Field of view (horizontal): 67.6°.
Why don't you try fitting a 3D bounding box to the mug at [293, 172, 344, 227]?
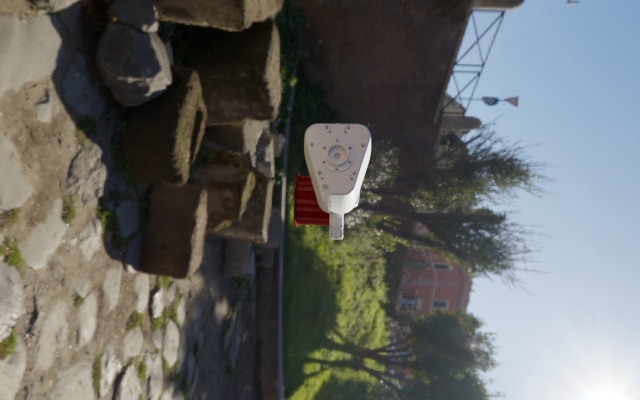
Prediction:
[{"bbox_3d":[0.000,0.003,0.816,0.081,0.093,0.117,2,-11,3],"label":"mug"}]
